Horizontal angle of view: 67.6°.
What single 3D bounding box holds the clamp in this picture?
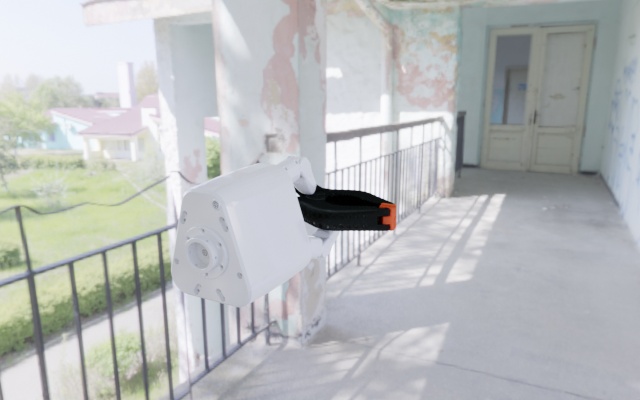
[{"bbox_3d":[0.000,0.001,0.593,0.210,0.036,0.164,7,20,27],"label":"clamp"}]
